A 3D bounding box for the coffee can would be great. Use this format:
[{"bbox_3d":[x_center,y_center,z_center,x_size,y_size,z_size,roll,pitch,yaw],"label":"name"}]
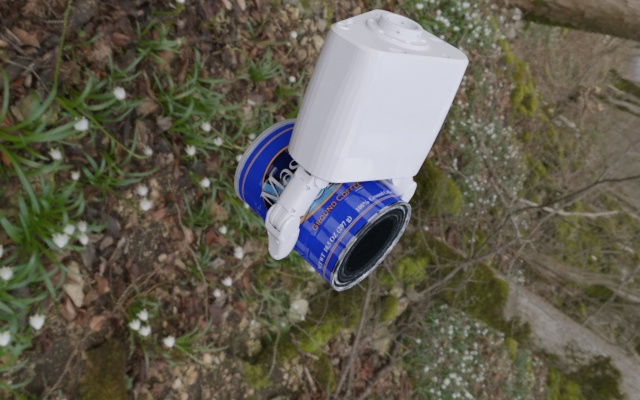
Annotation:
[{"bbox_3d":[0.000,0.002,0.459,0.140,0.103,0.103,41,21,25],"label":"coffee can"}]
